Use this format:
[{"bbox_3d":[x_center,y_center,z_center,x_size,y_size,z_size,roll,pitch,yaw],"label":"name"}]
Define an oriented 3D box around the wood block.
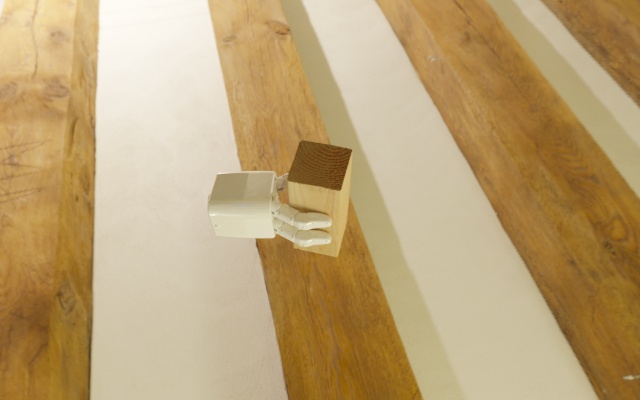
[{"bbox_3d":[0.000,0.002,0.837,0.090,0.090,0.206,11,-34,8],"label":"wood block"}]
